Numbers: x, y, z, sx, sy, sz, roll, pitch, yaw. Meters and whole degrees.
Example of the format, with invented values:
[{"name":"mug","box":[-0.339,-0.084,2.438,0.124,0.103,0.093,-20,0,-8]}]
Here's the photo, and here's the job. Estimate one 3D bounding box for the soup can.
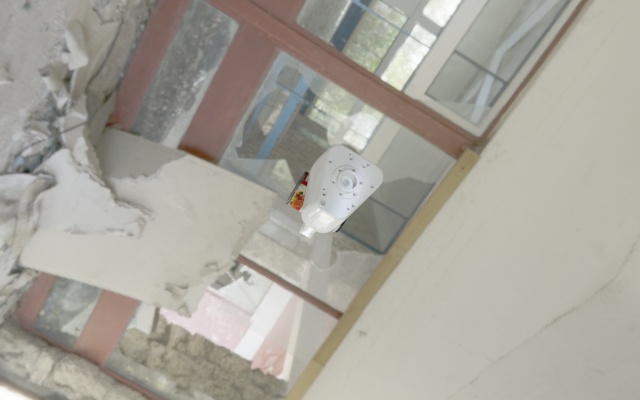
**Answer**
[{"name":"soup can","box":[0.000,0.003,0.831,0.102,0.068,0.068,31,-3,-5]}]
